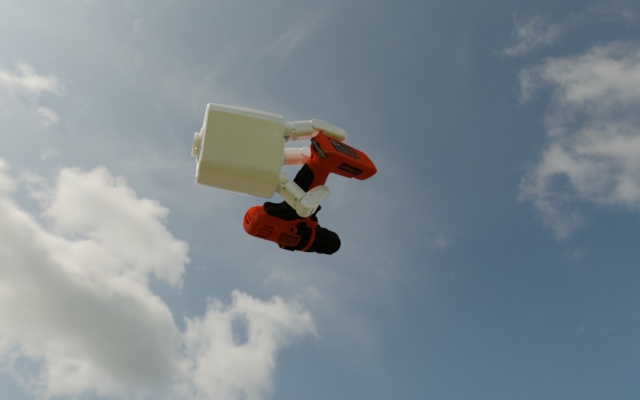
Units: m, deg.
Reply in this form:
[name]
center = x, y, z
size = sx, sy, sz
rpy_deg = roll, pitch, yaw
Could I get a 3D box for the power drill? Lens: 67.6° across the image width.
[power drill]
center = 0.000, 0.002, 0.726
size = 0.184, 0.188, 0.057
rpy_deg = 19, 27, -40
